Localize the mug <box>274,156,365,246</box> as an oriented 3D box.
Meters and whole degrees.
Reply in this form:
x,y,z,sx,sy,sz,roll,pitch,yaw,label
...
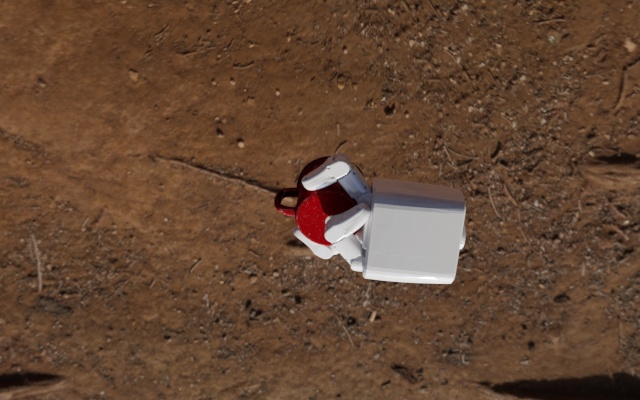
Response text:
x,y,z,sx,sy,sz,roll,pitch,yaw,label
-0.001,0.002,0.599,0.117,0.093,0.081,4,30,2,mug
